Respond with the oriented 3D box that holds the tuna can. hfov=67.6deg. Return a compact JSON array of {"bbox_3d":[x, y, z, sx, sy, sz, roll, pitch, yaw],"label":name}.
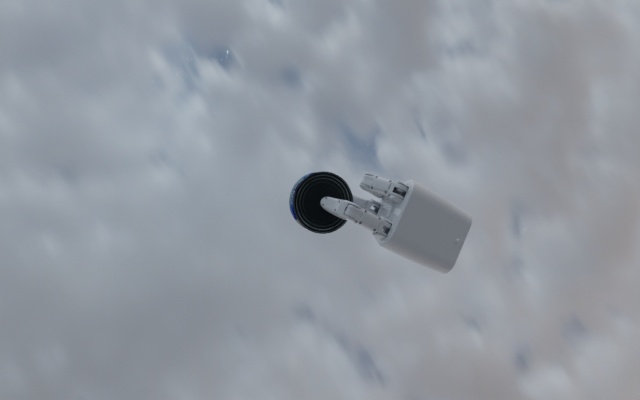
[{"bbox_3d":[0.000,0.002,0.668,0.086,0.086,0.034,0,3,-16],"label":"tuna can"}]
